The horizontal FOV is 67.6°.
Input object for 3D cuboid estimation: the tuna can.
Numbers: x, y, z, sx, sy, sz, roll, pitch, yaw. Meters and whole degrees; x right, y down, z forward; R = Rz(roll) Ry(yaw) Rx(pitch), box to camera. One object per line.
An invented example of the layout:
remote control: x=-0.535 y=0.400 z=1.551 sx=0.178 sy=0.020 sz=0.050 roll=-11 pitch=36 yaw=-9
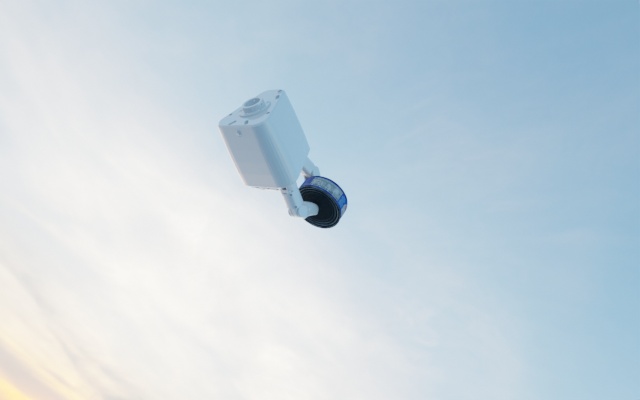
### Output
tuna can: x=0.000 y=0.002 z=0.778 sx=0.086 sy=0.086 sz=0.033 roll=0 pitch=37 yaw=34
